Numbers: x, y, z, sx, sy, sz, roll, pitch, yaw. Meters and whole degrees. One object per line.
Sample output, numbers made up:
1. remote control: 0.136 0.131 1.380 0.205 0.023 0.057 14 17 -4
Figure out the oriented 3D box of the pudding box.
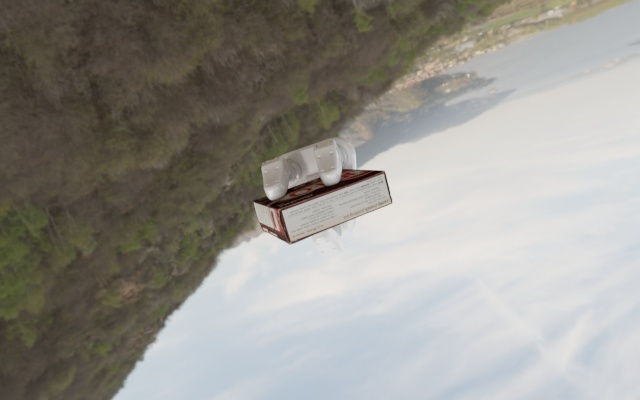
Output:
1. pudding box: 0.000 0.002 0.469 0.113 0.039 0.090 -23 12 -19
